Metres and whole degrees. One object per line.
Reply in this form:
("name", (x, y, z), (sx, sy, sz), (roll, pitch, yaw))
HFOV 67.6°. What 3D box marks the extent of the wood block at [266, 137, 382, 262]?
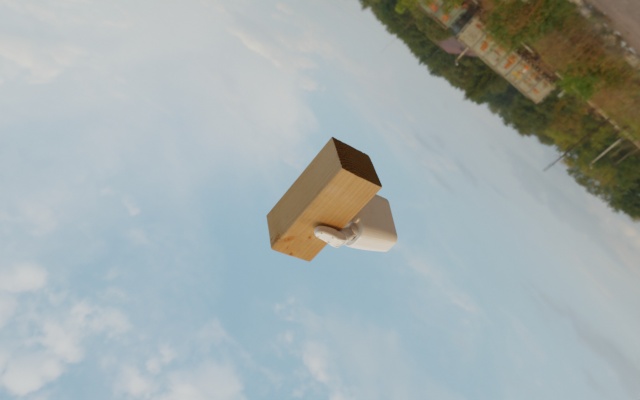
("wood block", (0.000, 0.003, 0.842), (0.090, 0.090, 0.206), (23, -57, -31))
